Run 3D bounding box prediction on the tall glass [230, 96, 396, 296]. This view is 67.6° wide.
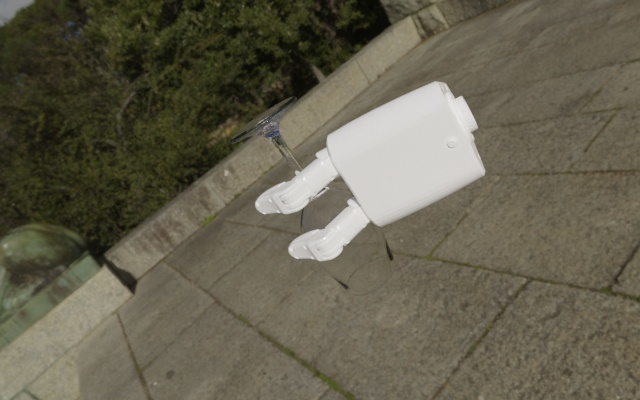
[{"bbox_3d":[0.000,0.001,0.475,0.079,0.201,0.079,-31,19,12],"label":"tall glass"}]
